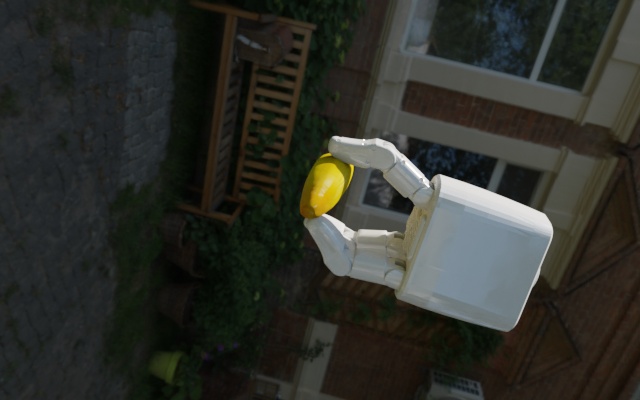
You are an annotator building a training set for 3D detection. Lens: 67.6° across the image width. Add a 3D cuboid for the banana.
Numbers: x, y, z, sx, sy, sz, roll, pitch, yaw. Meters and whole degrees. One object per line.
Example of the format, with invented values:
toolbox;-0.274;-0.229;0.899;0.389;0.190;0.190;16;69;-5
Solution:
banana;0.007;-0.016;0.463;0.037;0.069;0.198;23;0;0
